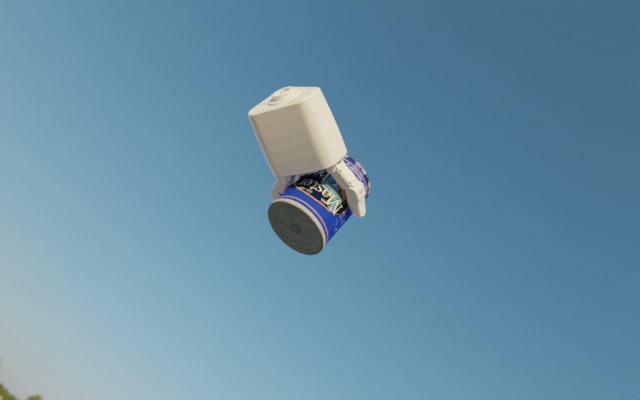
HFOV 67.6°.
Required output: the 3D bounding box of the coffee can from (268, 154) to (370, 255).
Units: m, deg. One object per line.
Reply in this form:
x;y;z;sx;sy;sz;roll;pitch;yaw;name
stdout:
0.000;0.003;0.751;0.103;0.103;0.140;0;35;43;coffee can
